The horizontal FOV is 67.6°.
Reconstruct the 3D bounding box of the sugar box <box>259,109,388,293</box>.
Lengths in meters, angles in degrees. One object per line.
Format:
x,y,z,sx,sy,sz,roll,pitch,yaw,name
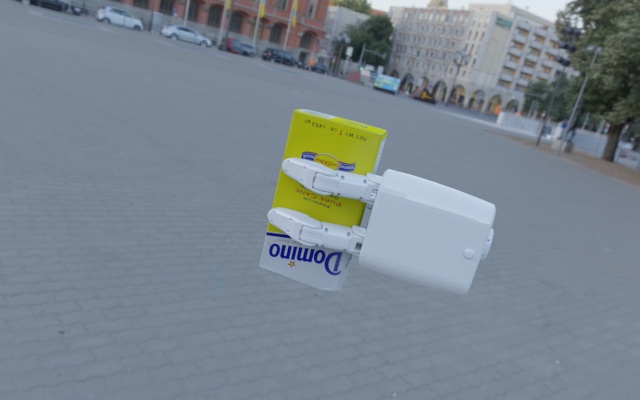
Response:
0.000,0.002,0.497,0.093,0.176,0.048,17,16,11,sugar box
